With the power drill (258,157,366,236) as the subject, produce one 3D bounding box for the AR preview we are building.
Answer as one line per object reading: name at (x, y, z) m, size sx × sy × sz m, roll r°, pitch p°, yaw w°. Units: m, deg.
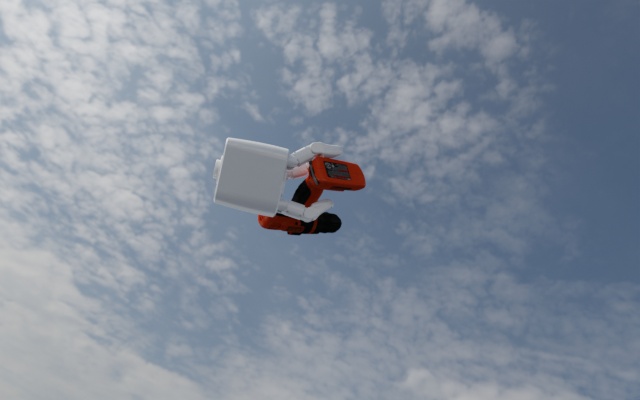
power drill at (0.000, 0.003, 0.887) m, size 0.184 × 0.057 × 0.188 m, roll 6°, pitch -38°, yaw -36°
